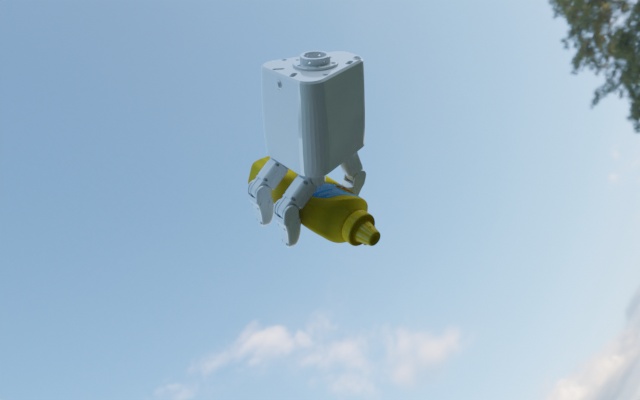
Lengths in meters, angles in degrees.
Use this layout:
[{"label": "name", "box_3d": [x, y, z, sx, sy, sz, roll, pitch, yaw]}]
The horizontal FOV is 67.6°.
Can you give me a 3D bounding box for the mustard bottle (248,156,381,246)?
[{"label": "mustard bottle", "box_3d": [0.000, 0.002, 0.581, 0.096, 0.058, 0.191, 0, 24, -44]}]
